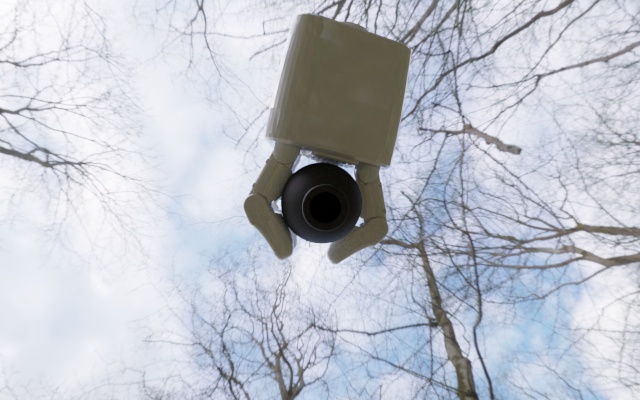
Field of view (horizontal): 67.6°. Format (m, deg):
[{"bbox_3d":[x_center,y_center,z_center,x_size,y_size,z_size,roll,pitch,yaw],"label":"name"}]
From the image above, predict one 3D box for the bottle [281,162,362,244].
[{"bbox_3d":[0.000,0.001,0.425,0.069,0.069,0.295,0,1,-1],"label":"bottle"}]
